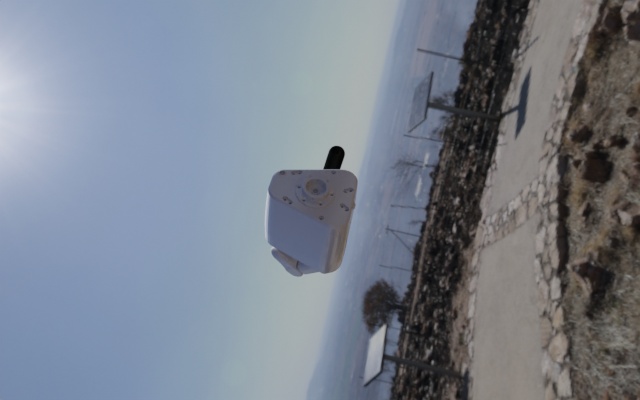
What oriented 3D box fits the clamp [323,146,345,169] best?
[{"bbox_3d":[-0.001,0.002,0.720,0.039,0.171,0.120,13,-37,3],"label":"clamp"}]
